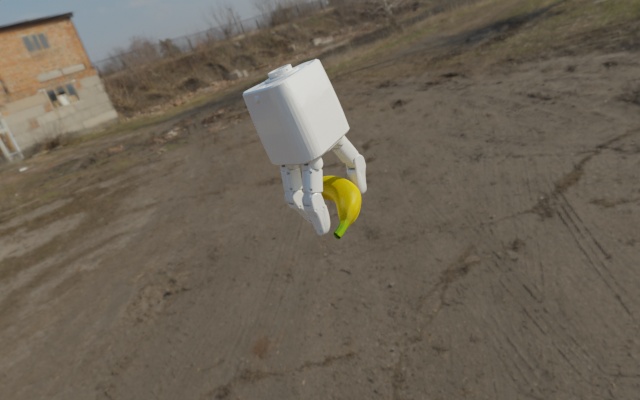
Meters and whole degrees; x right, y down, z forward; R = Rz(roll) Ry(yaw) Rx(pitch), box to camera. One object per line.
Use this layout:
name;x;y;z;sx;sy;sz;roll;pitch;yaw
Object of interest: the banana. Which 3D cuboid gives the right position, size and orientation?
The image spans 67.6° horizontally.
banana;0.017;-0.007;0.703;0.069;0.037;0.197;-33;22;-4
